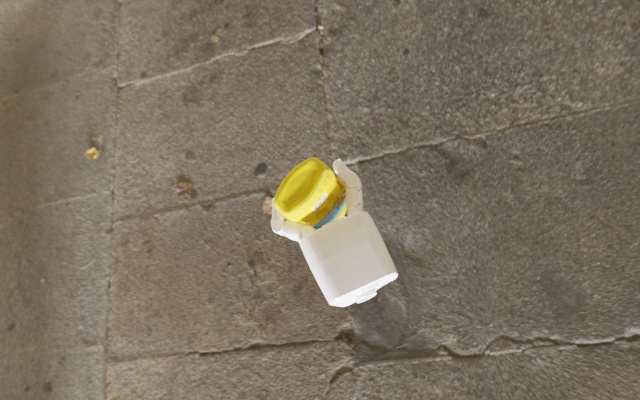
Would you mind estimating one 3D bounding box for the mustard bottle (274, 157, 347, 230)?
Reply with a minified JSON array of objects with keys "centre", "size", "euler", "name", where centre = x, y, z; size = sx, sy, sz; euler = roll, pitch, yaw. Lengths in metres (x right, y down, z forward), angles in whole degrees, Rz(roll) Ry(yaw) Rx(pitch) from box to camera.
[{"centre":[0.000,0.002,0.767],"size":[0.058,0.096,0.192],"euler":[38,0,23],"name":"mustard bottle"}]
